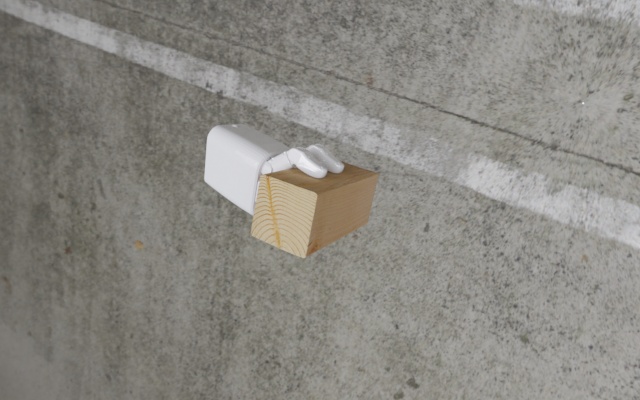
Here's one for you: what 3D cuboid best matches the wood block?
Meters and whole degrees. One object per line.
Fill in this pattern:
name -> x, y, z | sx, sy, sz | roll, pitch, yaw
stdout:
wood block -> 0.000, 0.002, 0.701 | 0.090, 0.091, 0.206 | 20, 19, 24
